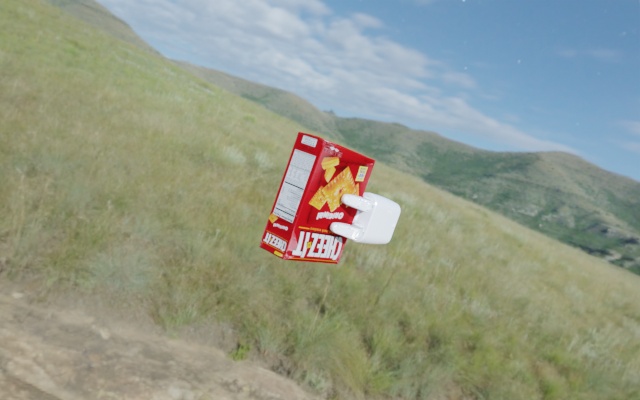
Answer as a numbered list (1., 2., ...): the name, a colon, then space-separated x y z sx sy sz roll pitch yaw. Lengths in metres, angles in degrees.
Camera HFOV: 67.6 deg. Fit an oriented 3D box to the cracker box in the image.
1. cracker box: 0.000 0.003 0.861 0.072 0.214 0.164 23 5 38
